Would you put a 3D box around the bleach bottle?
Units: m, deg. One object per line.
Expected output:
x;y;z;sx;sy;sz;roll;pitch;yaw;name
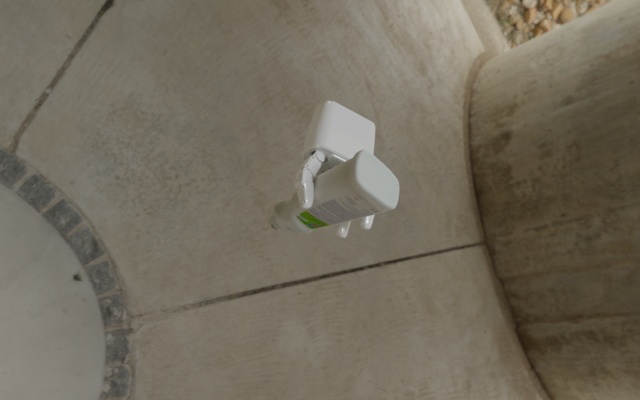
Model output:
0.000;0.003;0.779;0.251;0.068;0.103;-20;-45;41;bleach bottle
